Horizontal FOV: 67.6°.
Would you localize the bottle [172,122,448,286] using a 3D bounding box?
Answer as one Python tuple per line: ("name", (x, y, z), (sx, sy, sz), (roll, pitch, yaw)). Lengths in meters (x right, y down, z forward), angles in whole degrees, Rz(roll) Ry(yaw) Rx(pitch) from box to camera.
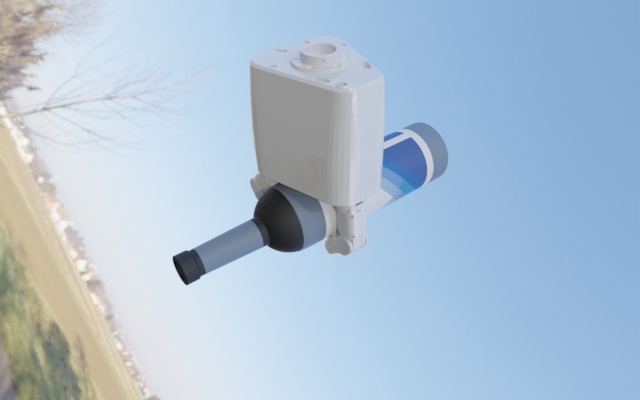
("bottle", (0.000, 0.001, 0.463), (0.295, 0.069, 0.069), (-26, 13, -28))
